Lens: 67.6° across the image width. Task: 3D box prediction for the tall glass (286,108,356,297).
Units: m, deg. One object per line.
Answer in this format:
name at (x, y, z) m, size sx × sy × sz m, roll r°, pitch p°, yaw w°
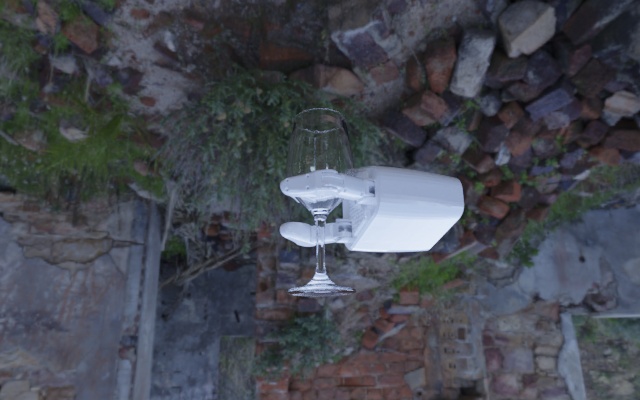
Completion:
tall glass at (0.000, 0.002, 0.530) m, size 0.079 × 0.201 × 0.079 m, roll -1°, pitch -17°, yaw 0°
